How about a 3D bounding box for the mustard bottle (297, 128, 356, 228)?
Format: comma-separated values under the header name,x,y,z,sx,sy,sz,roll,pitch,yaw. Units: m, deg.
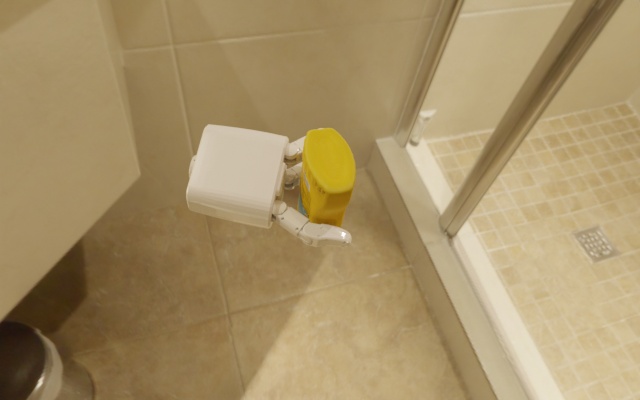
name,x,y,z,sx,sy,sz,roll,pitch,yaw
mustard bottle,0.000,0.002,0.623,0.058,0.096,0.192,-10,-31,-14
